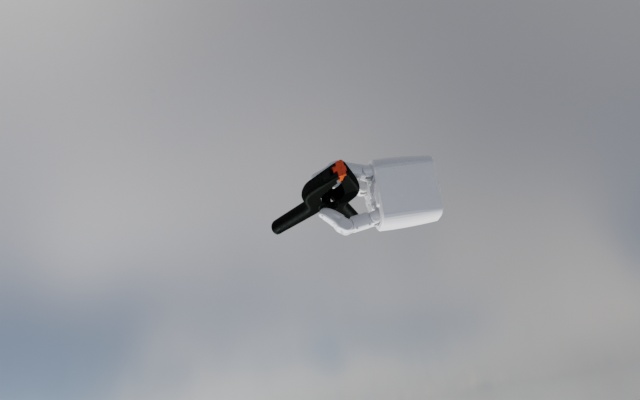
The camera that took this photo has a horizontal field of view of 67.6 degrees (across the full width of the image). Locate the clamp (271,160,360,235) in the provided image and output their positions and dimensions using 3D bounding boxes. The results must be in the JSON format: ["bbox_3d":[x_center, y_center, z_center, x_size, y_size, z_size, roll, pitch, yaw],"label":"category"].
[{"bbox_3d":[0.001,0.003,0.789,0.164,0.036,0.210,-10,-26,-10],"label":"clamp"}]
